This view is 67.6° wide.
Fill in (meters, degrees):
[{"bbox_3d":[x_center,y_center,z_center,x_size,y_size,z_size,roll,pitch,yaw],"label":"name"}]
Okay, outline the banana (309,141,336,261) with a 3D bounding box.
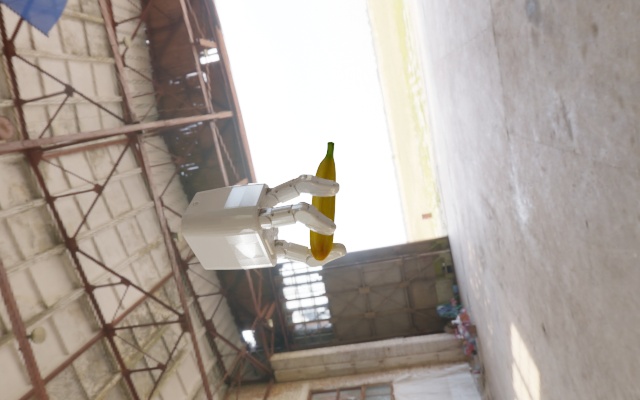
[{"bbox_3d":[0.002,0.010,0.688,0.037,0.197,0.070,-1,-34,7],"label":"banana"}]
